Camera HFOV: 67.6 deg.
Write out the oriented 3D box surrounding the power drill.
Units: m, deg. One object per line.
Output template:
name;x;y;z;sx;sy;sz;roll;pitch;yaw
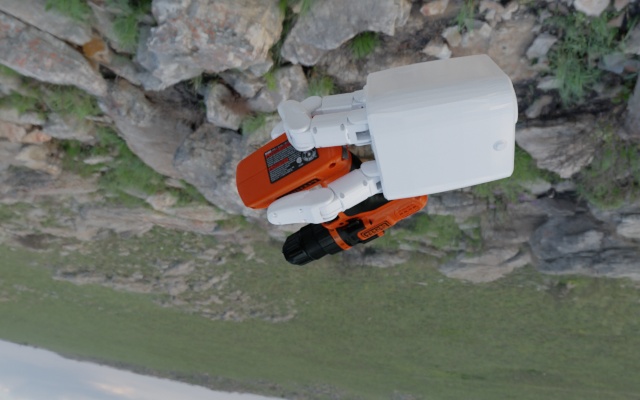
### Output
power drill;0.000;0.001;0.491;0.184;0.057;0.188;-30;-31;18
